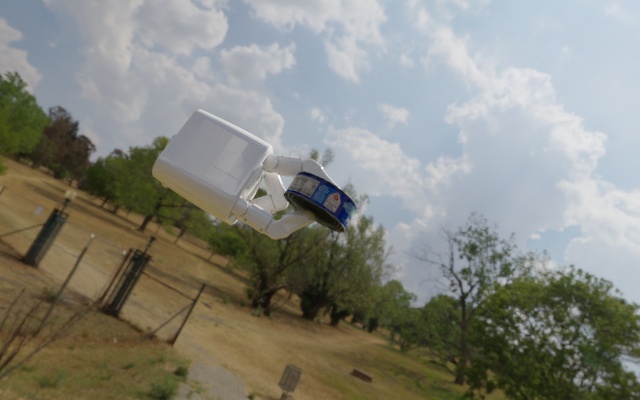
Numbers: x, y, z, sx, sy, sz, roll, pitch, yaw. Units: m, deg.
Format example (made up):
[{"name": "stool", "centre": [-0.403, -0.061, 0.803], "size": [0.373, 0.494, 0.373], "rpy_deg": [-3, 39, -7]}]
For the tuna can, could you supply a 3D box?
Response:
[{"name": "tuna can", "centre": [0.000, 0.001, 0.576], "size": [0.086, 0.033, 0.086], "rpy_deg": [30, -13, 8]}]
